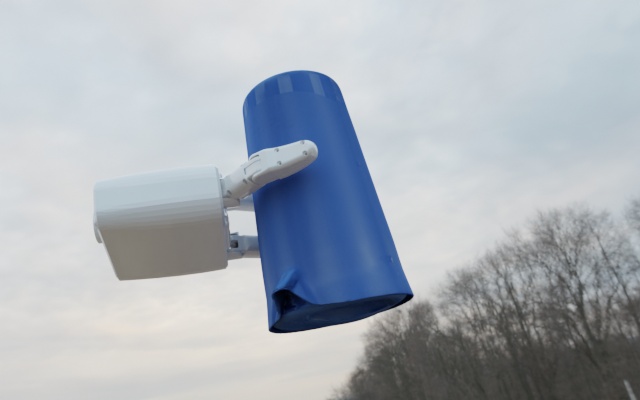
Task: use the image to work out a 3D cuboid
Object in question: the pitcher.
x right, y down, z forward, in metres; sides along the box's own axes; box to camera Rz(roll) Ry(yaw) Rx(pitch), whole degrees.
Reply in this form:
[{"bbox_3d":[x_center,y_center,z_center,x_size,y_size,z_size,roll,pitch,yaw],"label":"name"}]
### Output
[{"bbox_3d":[0.000,0.002,0.477,0.145,0.242,0.149,-8,-22,-12],"label":"pitcher"}]
